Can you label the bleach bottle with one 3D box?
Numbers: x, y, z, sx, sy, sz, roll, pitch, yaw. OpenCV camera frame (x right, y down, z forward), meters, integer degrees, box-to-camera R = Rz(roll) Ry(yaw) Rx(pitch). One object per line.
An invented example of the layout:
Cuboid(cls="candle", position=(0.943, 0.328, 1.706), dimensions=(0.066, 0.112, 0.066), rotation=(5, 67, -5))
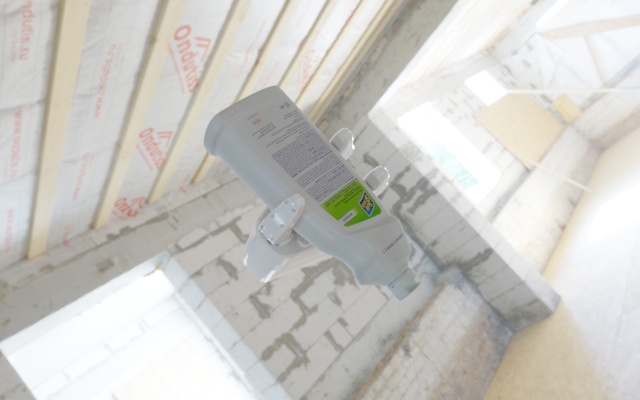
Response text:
Cuboid(cls="bleach bottle", position=(0.000, 0.001, 0.483), dimensions=(0.102, 0.251, 0.068), rotation=(-37, -9, -32))
